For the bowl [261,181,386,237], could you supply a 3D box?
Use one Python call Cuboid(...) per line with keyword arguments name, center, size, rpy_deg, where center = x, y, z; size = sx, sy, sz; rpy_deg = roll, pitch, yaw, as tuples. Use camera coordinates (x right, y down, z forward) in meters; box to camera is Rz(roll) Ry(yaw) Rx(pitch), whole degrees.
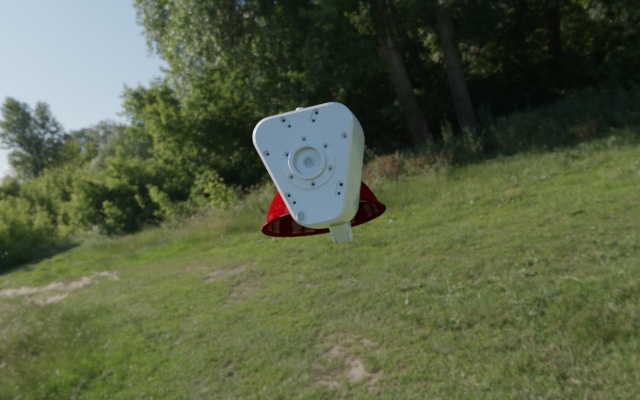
Cuboid(name="bowl", center=(0.000, 0.002, 0.616), size=(0.162, 0.055, 0.162), rpy_deg=(-10, -15, -3))
